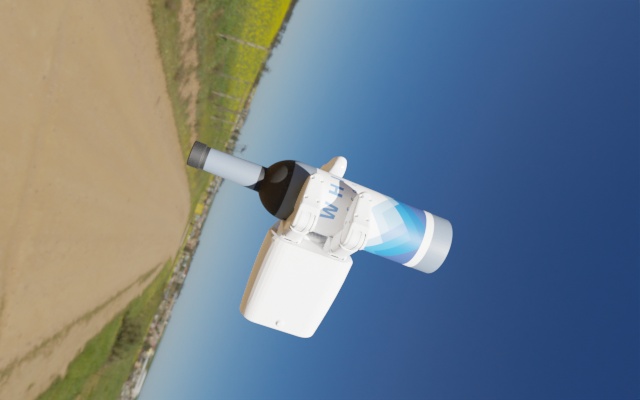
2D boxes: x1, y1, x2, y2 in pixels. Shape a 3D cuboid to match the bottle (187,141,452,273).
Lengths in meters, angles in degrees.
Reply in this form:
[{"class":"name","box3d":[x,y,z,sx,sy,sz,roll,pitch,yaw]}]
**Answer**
[{"class":"bottle","box3d":[0.000,0.002,0.526,0.296,0.069,0.069,21,-5,-12]}]
